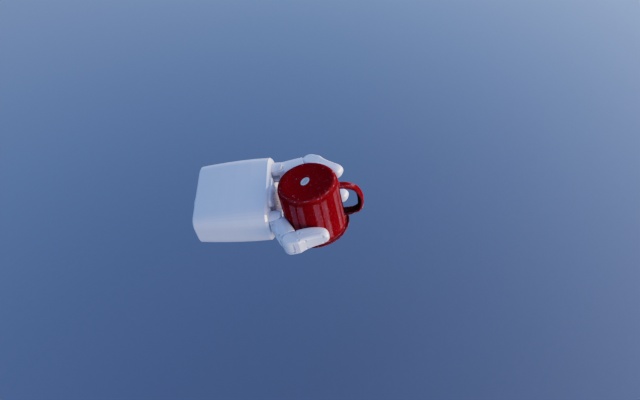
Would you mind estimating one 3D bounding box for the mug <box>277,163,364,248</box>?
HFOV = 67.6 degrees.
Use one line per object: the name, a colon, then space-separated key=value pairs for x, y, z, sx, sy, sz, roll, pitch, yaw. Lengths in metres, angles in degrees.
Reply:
mug: x=0.001 y=0.002 z=0.646 sx=0.117 sy=0.093 sz=0.082 roll=-6 pitch=-45 yaw=7
